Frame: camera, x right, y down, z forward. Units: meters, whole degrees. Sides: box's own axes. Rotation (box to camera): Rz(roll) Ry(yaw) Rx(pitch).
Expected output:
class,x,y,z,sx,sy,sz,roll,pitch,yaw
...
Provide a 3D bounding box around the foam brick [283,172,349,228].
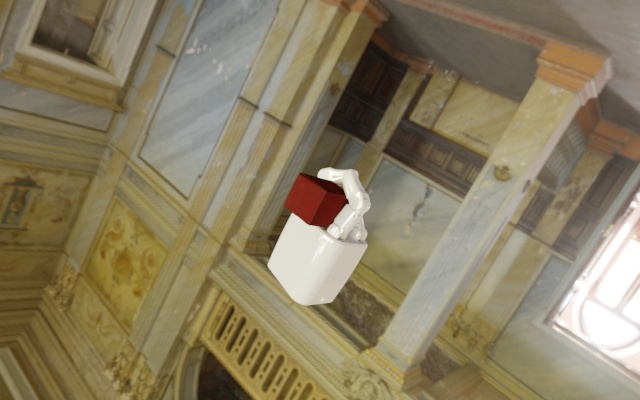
class,x,y,z,sx,sy,sz,roll,pitch,yaw
foam brick,0.000,0.002,0.639,0.053,0.051,0.078,37,14,32
